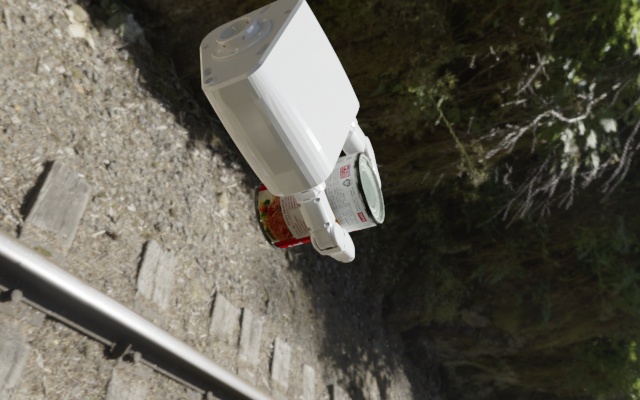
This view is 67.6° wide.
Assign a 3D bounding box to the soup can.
[{"bbox_3d":[0.001,0.002,0.441,0.102,0.068,0.068,-16,-5,19],"label":"soup can"}]
